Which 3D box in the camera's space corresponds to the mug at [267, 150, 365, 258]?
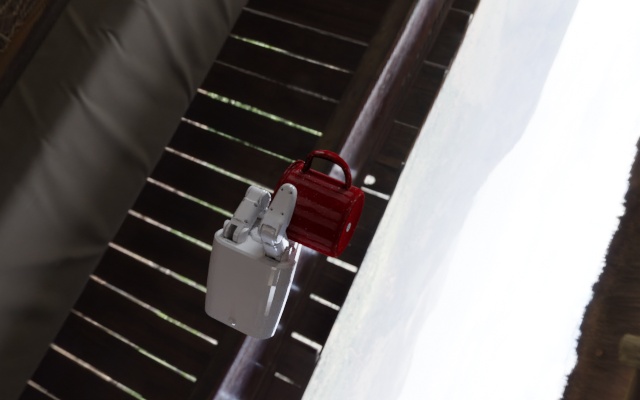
[{"bbox_3d":[0.001,0.000,0.523,0.081,0.117,0.093,22,25,15],"label":"mug"}]
